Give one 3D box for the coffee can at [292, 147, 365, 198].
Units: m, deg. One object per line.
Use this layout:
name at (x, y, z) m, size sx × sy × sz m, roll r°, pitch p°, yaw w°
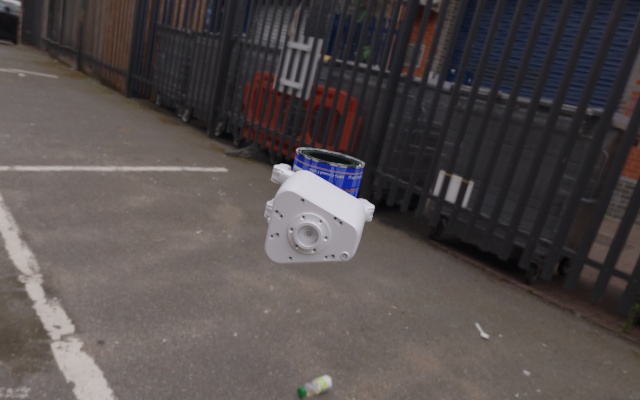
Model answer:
coffee can at (0.000, 0.002, 0.706) m, size 0.103 × 0.140 × 0.102 m, roll 12°, pitch 14°, yaw -3°
